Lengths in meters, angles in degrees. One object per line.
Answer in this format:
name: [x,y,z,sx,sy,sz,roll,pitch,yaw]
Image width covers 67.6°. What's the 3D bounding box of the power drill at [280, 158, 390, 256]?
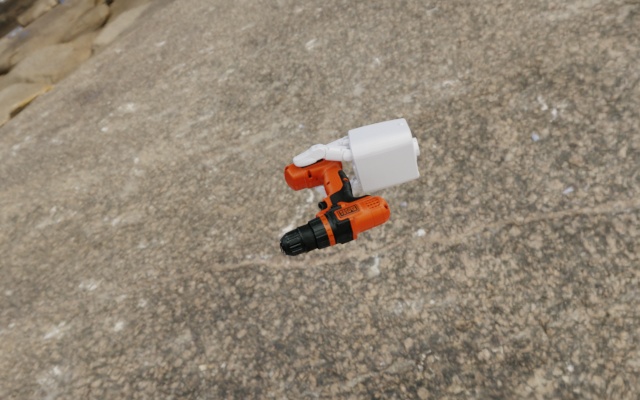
power drill: [0.000,0.002,0.807,0.184,0.057,0.187,-19,44,-9]
